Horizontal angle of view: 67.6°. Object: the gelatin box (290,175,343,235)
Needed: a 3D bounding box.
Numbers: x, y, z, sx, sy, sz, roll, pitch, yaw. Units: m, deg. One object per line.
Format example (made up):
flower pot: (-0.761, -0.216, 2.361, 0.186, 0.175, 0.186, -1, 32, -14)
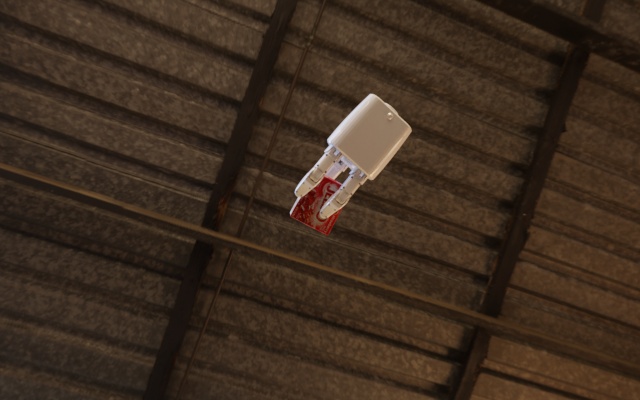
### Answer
gelatin box: (0.000, 0.003, 0.809, 0.073, 0.089, 0.030, 27, 7, -8)
